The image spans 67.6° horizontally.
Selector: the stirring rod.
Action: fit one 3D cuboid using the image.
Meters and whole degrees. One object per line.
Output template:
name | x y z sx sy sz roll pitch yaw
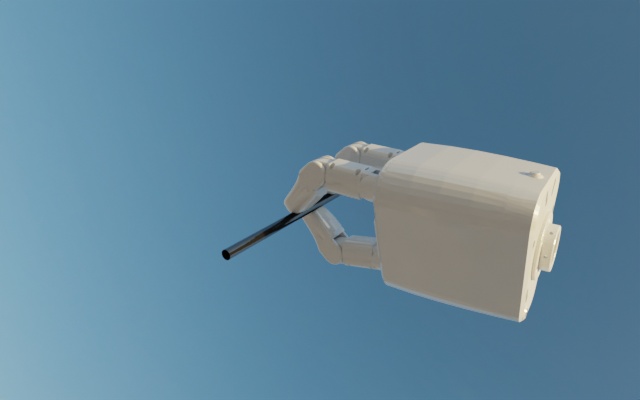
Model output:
stirring rod | 0.000 0.001 0.425 0.011 0.011 0.239 0 18 35
